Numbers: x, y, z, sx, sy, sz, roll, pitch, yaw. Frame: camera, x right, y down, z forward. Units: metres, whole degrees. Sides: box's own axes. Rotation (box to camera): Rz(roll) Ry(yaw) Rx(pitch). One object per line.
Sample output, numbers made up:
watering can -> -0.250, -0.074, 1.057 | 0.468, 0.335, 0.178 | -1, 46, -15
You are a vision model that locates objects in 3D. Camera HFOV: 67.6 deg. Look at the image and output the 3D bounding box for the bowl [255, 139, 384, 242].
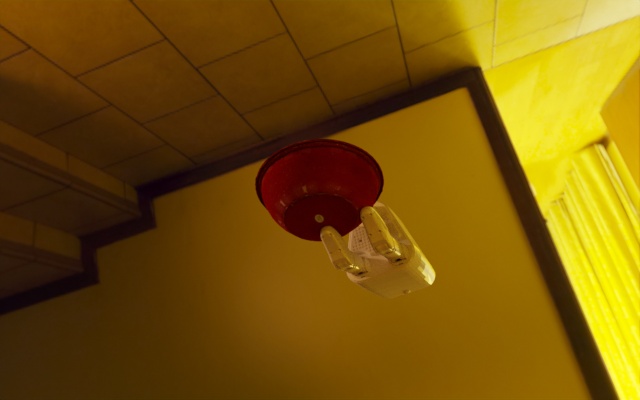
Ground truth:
bowl -> -0.001, 0.002, 0.584 | 0.162, 0.055, 0.162 | -2, -41, -1
